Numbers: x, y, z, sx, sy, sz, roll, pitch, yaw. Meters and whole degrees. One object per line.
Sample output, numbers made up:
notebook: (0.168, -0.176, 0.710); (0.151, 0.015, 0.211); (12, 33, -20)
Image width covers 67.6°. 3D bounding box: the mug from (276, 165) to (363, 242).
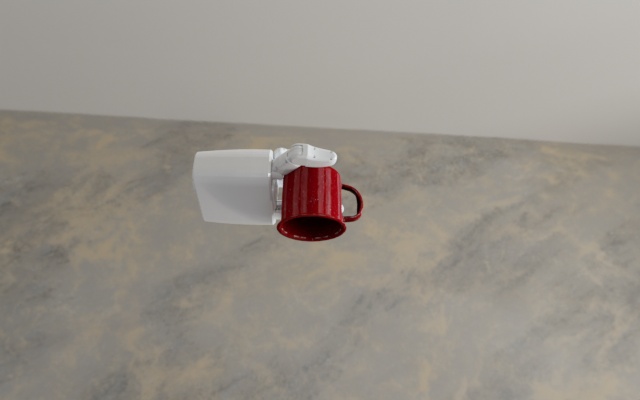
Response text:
mug: (0.002, 0.002, 0.652); (0.117, 0.081, 0.093); (0, -26, 0)
